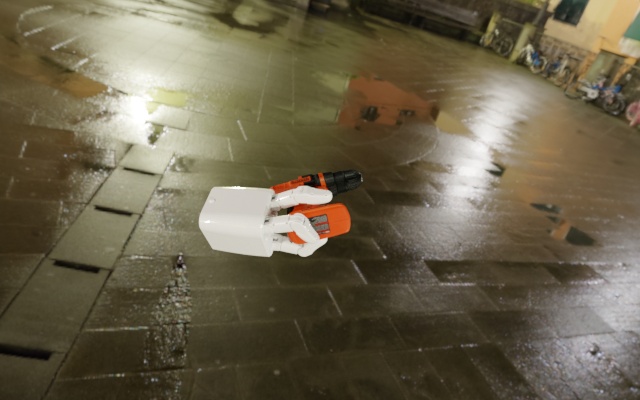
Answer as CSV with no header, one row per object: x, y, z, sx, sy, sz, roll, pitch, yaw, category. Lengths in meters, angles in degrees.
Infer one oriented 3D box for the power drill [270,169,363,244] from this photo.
0.000,0.003,0.856,0.184,0.057,0.187,-15,22,-2,power drill
